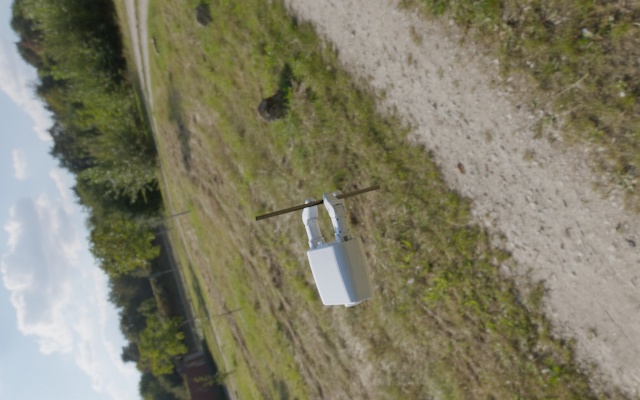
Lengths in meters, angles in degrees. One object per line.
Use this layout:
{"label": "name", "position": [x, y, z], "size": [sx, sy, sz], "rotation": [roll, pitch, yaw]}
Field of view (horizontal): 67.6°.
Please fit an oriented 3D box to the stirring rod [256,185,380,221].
{"label": "stirring rod", "position": [0.000, 0.003, 0.854], "size": [0.239, 0.011, 0.011], "rotation": [-14, 5, -20]}
